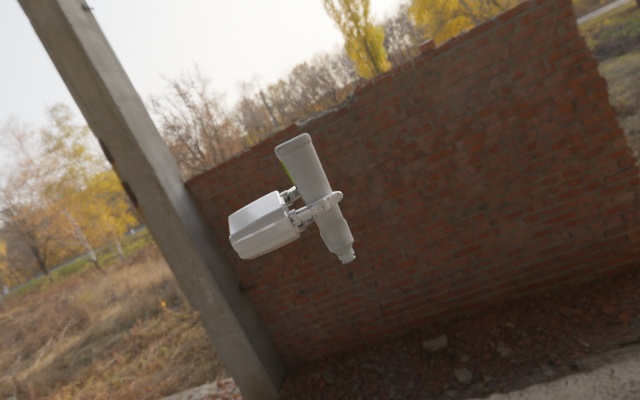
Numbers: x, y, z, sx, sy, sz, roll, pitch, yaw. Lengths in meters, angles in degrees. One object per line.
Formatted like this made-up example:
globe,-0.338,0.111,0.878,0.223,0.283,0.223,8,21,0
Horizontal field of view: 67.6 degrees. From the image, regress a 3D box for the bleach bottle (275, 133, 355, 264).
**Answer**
bleach bottle,0.000,0.003,0.877,0.068,0.251,0.102,-27,9,-2
